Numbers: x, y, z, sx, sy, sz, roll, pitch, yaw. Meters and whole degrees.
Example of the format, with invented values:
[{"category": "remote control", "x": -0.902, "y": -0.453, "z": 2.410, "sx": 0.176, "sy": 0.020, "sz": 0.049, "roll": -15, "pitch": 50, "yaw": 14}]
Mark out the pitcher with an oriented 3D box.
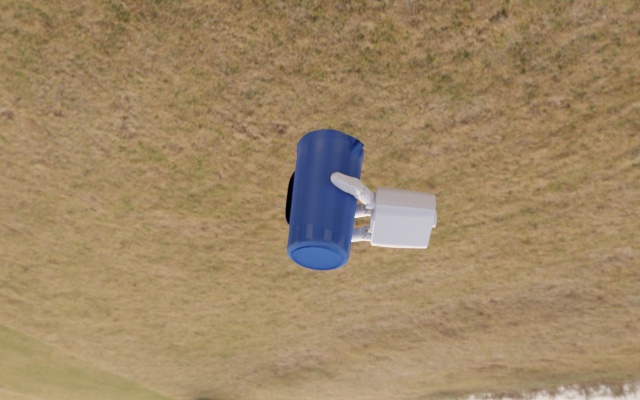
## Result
[{"category": "pitcher", "x": 0.000, "y": 0.003, "z": 0.884, "sx": 0.145, "sy": 0.242, "sz": 0.149, "roll": 6, "pitch": -33, "yaw": 2}]
